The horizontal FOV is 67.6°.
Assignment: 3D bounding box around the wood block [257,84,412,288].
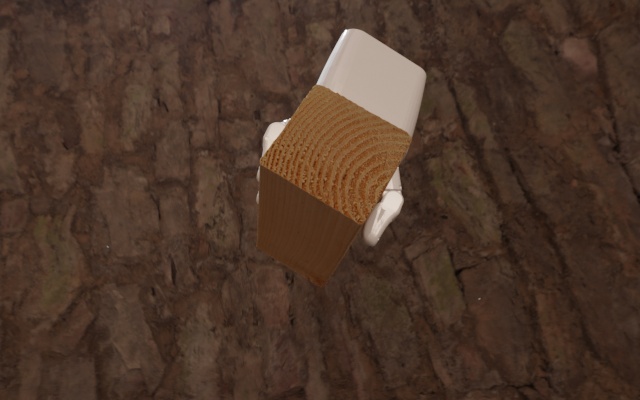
[{"bbox_3d":[0.001,0.001,0.451,0.091,0.090,0.206,30,-23,5],"label":"wood block"}]
